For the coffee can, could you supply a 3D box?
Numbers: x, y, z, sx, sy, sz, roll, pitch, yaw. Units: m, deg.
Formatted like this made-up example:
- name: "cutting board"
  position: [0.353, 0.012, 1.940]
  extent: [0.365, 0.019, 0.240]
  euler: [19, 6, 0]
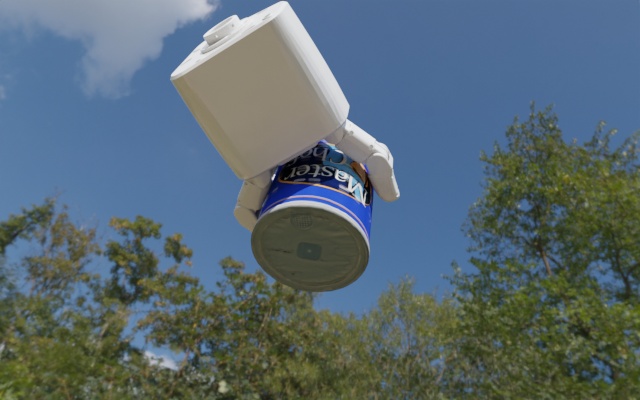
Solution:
- name: "coffee can"
  position: [0.000, 0.002, 0.461]
  extent: [0.103, 0.103, 0.140]
  euler: [0, 38, 10]
